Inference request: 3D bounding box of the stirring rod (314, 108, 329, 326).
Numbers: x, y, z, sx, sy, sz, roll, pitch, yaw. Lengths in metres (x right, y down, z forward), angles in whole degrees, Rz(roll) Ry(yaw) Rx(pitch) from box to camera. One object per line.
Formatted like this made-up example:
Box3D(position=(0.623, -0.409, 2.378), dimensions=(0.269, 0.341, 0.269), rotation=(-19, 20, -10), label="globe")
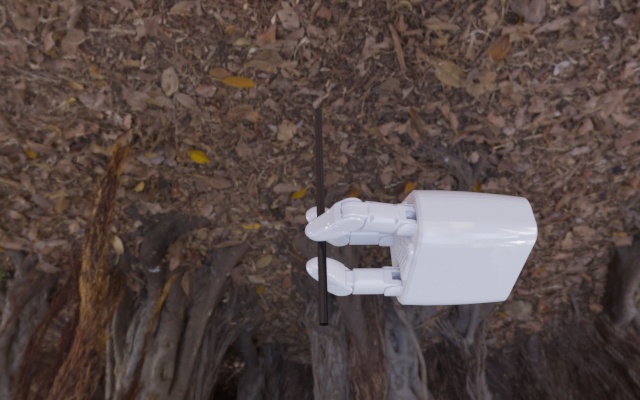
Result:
Box3D(position=(0.000, 0.001, 0.458), dimensions=(0.011, 0.239, 0.011), rotation=(-1, -33, -1), label="stirring rod")
